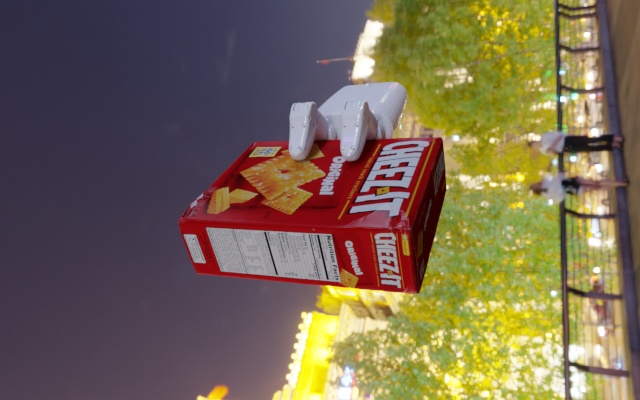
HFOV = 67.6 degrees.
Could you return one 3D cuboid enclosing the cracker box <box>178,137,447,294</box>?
[{"bbox_3d":[0.000,0.002,0.457,0.213,0.072,0.164,1,32,23],"label":"cracker box"}]
